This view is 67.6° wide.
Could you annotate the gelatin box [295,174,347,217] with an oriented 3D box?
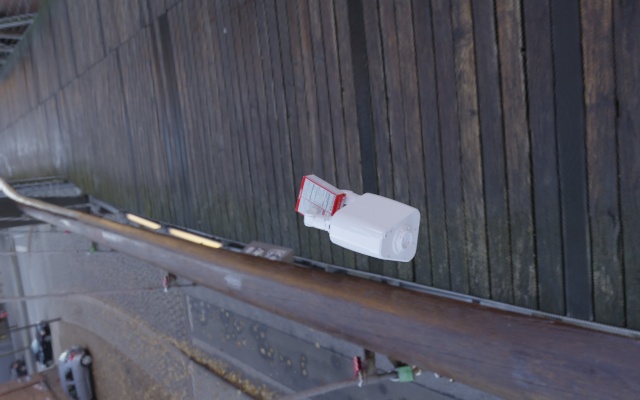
[{"bbox_3d":[0.000,0.003,0.881,0.089,0.073,0.030,31,29,33],"label":"gelatin box"}]
